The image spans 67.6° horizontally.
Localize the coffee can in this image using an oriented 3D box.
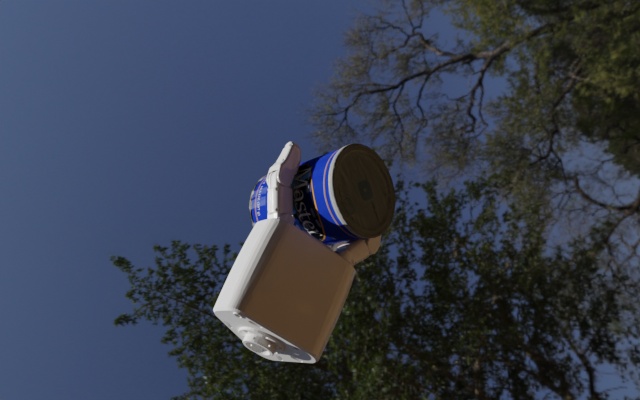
[{"bbox_3d":[0.000,0.002,0.554,0.103,0.103,0.140,0,-11,-45],"label":"coffee can"}]
